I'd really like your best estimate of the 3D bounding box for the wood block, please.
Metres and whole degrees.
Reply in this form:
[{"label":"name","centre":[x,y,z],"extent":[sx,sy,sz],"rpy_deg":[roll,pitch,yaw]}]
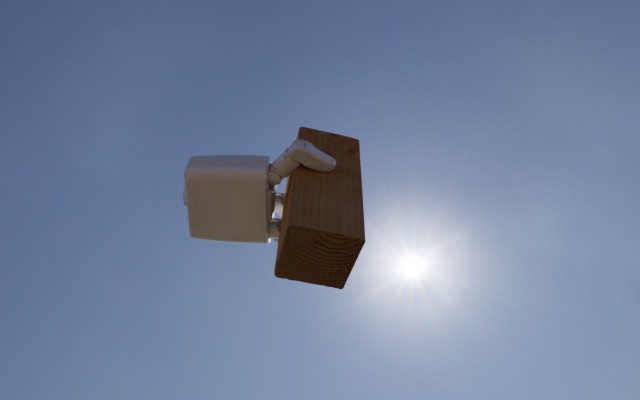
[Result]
[{"label":"wood block","centre":[0.000,0.002,0.626],"extent":[0.090,0.091,0.206],"rpy_deg":[12,40,-8]}]
